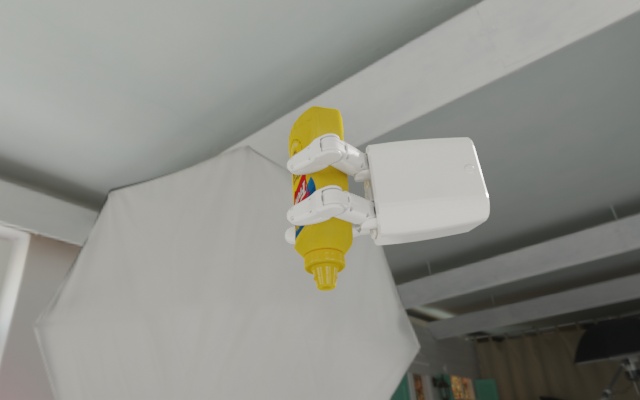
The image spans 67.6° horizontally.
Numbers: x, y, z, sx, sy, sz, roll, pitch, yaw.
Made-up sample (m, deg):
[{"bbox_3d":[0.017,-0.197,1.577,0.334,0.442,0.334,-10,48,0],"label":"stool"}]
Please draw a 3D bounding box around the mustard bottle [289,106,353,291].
[{"bbox_3d":[0.000,0.001,0.507,0.058,0.191,0.096,6,-31,-18],"label":"mustard bottle"}]
